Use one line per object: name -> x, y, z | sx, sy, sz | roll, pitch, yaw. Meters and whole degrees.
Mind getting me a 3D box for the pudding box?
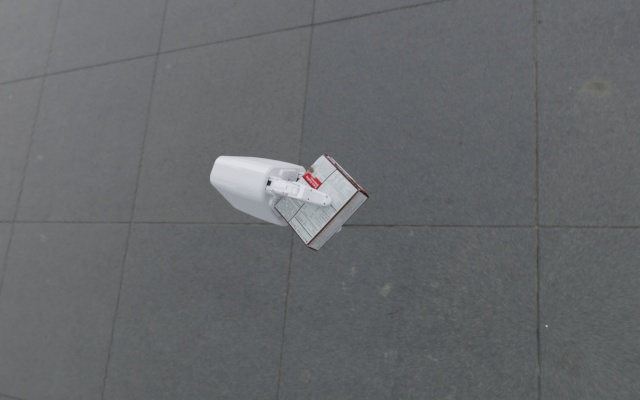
pudding box -> 0.000, 0.002, 0.689 | 0.090, 0.113, 0.039 | 48, 11, 30
